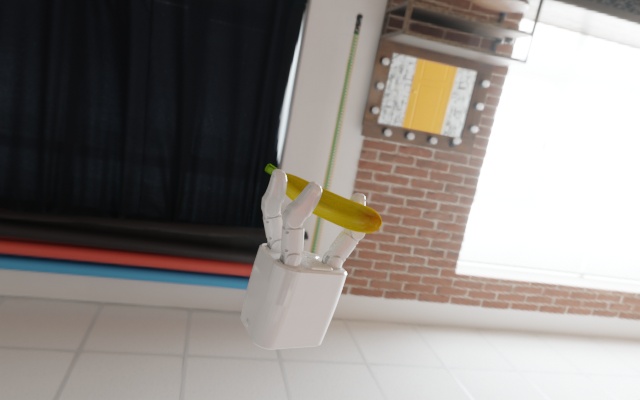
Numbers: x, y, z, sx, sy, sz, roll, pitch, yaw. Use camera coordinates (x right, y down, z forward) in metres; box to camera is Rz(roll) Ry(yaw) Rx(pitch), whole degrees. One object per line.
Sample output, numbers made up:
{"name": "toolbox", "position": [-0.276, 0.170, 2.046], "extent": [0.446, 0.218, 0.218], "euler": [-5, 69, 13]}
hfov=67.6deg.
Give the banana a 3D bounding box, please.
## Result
{"name": "banana", "position": [0.009, 0.006, 0.598], "extent": [0.197, 0.037, 0.070], "euler": [25, 0, 40]}
